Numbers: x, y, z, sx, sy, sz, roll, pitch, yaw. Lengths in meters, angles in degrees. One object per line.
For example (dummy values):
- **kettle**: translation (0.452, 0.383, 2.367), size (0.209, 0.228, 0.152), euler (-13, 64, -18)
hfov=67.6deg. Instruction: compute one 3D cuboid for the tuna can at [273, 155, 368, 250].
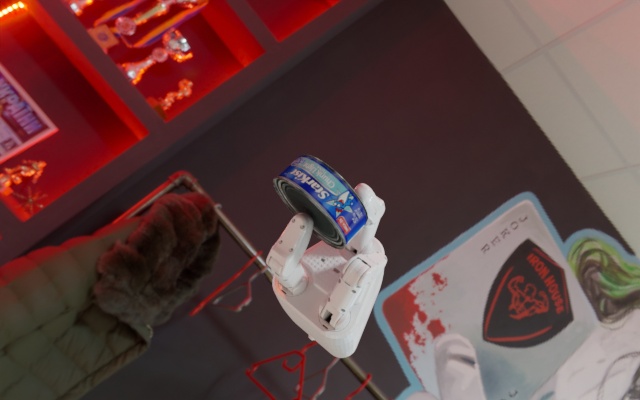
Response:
- **tuna can**: translation (0.000, 0.001, 0.418), size (0.033, 0.086, 0.086), euler (-45, 14, -15)
